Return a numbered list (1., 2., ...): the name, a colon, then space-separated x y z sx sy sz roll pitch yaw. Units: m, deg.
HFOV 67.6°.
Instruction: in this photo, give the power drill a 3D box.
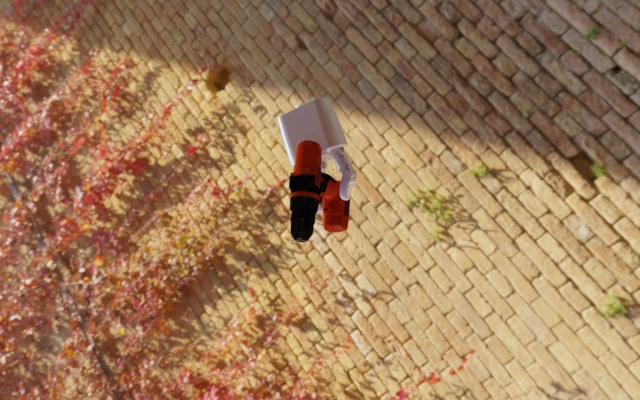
1. power drill: 0.000 0.003 0.893 0.057 0.184 0.188 -1 -18 22
